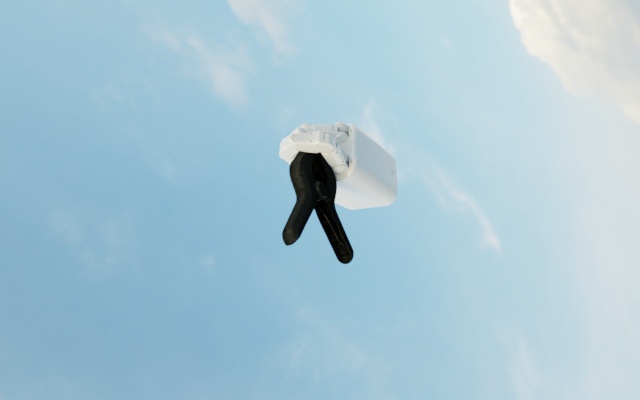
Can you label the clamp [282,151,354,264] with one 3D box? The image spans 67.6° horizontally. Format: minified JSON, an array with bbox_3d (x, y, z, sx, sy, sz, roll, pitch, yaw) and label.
[{"bbox_3d":[0.000,0.002,0.631,0.039,0.171,0.120,-19,-39,31],"label":"clamp"}]
